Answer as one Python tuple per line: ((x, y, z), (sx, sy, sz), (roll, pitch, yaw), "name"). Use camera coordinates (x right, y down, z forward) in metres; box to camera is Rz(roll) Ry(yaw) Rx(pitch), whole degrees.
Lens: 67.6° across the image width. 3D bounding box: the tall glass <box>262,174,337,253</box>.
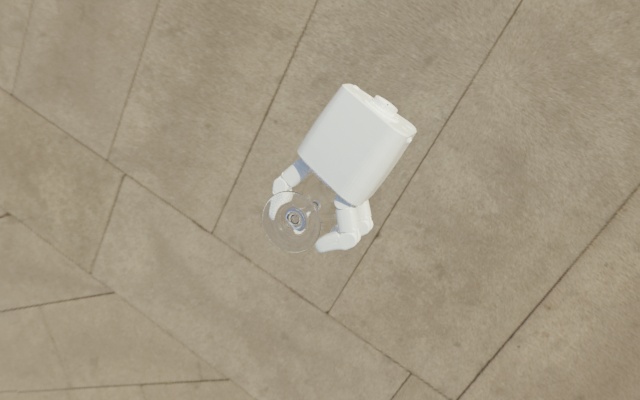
((0.000, 0.002, 0.641), (0.079, 0.079, 0.201), (0, 13, 21), "tall glass")
